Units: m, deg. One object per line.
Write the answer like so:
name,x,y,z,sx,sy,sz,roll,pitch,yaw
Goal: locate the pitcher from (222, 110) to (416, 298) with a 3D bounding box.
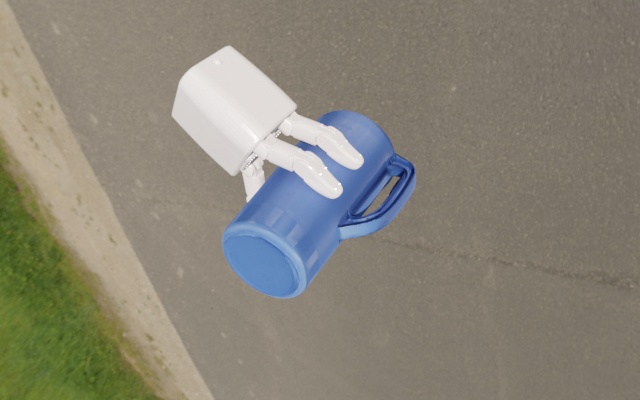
pitcher,0.000,0.002,0.582,0.149,0.145,0.242,-37,11,46
